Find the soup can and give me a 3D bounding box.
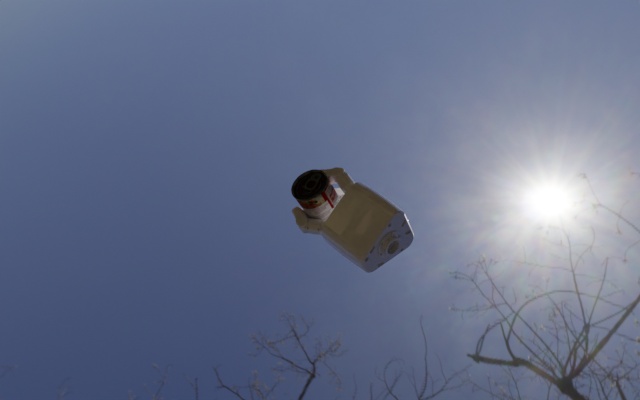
[{"bbox_3d":[0.000,0.003,0.852,0.068,0.068,0.102,0,-37,29],"label":"soup can"}]
